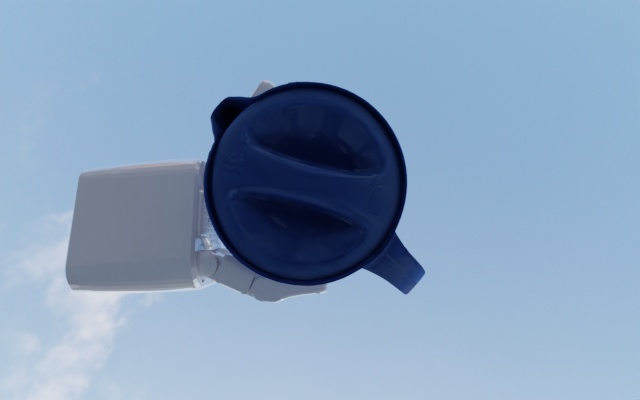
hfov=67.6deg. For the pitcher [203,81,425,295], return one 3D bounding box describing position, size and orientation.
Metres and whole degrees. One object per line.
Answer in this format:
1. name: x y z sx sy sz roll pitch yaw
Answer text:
1. pitcher: 0.000 0.001 0.422 0.145 0.149 0.243 -5 -3 1
